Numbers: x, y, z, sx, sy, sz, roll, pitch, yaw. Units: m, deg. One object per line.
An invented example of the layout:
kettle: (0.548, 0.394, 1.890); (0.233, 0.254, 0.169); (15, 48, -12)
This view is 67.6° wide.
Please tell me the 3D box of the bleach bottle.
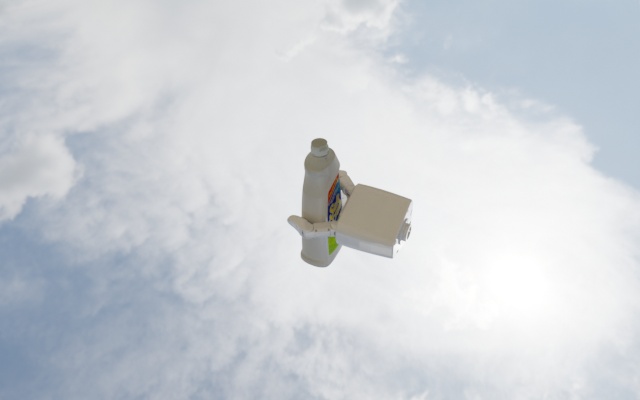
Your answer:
bleach bottle: (0.000, 0.003, 0.867); (0.068, 0.251, 0.102); (17, 46, 22)
